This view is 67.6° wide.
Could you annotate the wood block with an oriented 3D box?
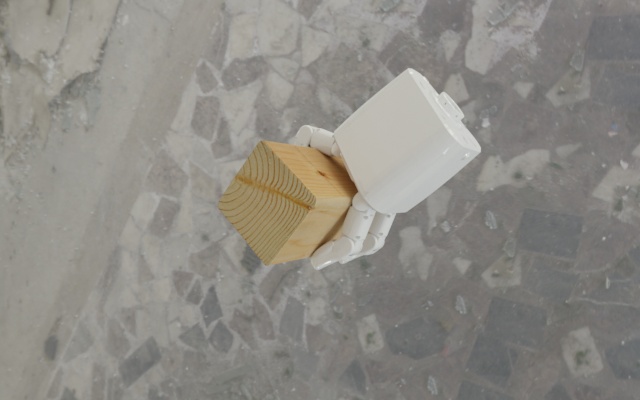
[{"bbox_3d":[0.000,0.001,0.543,0.090,0.090,0.206,47,23,23],"label":"wood block"}]
